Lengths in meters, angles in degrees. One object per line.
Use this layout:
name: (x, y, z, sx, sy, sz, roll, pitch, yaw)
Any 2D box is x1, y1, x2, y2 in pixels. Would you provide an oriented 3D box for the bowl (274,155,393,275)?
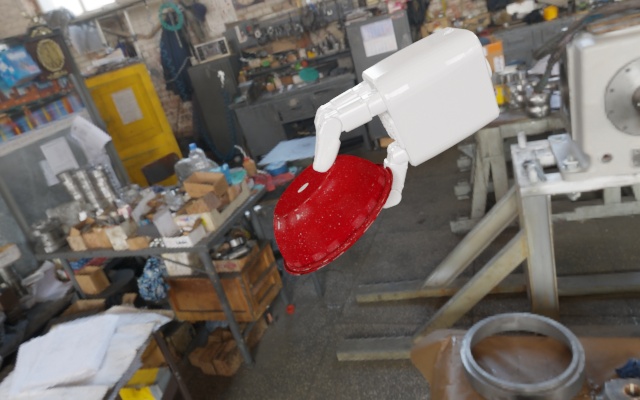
bowl: (-0.001, 0.002, 0.523, 0.055, 0.162, 0.162, 44, -18, -19)
